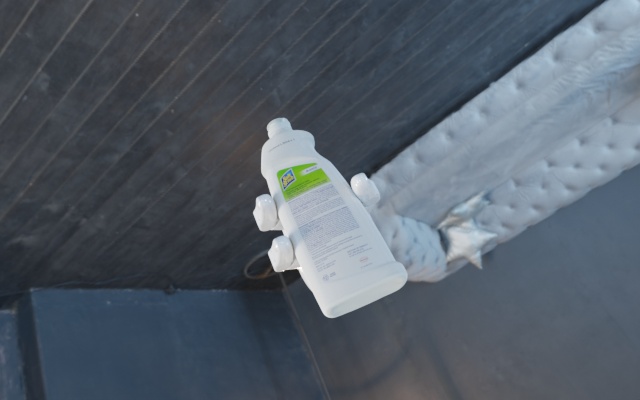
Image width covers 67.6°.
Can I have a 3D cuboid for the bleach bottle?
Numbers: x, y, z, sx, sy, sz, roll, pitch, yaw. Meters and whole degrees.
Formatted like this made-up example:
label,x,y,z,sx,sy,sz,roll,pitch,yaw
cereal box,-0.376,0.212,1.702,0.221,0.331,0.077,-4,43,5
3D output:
label,x,y,z,sx,sy,sz,roll,pitch,yaw
bleach bottle,0.000,0.002,0.560,0.102,0.250,0.068,-23,-26,-4
